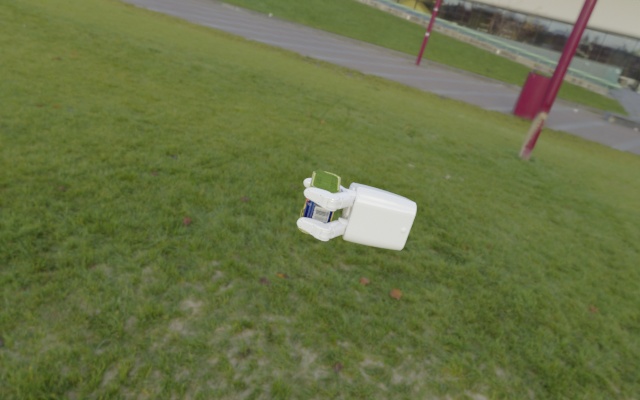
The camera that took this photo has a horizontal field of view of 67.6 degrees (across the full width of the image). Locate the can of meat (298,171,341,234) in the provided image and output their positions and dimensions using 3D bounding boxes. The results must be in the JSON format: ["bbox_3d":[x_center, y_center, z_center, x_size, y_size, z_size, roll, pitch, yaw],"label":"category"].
[{"bbox_3d":[0.000,0.002,0.840,0.057,0.084,0.102,15,23,-3],"label":"can of meat"}]
